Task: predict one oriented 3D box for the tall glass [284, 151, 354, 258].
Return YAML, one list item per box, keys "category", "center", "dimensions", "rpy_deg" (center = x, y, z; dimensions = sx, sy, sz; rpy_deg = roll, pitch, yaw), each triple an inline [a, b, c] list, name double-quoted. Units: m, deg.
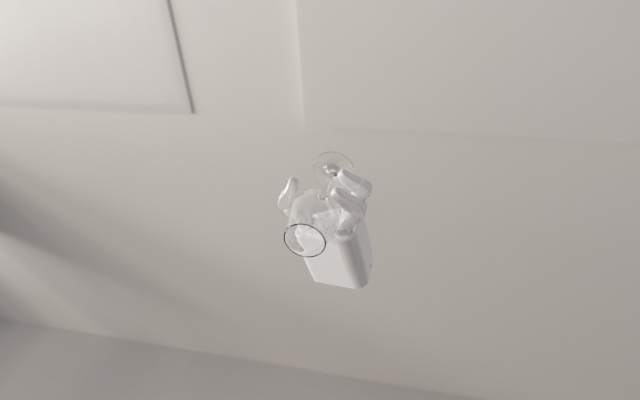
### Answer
- category: "tall glass"
  center: [0.000, 0.002, 0.753]
  dimensions: [0.079, 0.079, 0.201]
  rpy_deg: [0, 33, 16]
